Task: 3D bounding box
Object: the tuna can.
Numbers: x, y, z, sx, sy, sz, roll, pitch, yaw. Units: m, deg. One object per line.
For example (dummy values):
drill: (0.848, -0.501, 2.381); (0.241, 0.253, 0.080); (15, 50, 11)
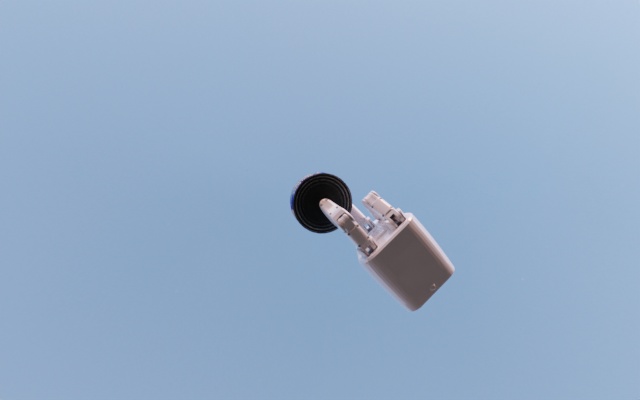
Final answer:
tuna can: (0.000, 0.002, 0.682); (0.086, 0.086, 0.033); (0, 8, -13)
